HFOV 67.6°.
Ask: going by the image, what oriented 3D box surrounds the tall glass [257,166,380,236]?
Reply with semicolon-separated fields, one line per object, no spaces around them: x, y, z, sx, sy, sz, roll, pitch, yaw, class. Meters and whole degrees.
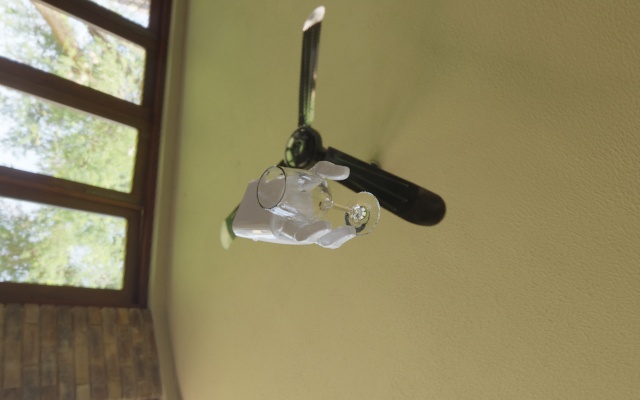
0.001;0.002;0.721;0.079;0.079;0.201;0;-12;44;tall glass
